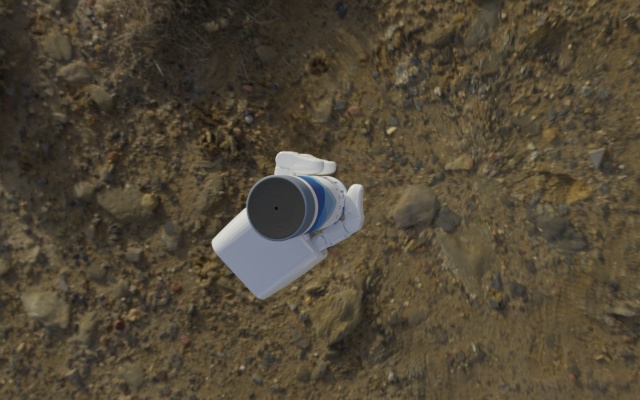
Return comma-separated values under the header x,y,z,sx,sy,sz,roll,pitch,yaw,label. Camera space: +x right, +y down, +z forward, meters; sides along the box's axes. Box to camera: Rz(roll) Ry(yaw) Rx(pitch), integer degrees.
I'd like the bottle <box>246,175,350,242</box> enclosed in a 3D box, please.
x,y,z,sx,sy,sz,roll,pitch,yaw,label
0.000,0.002,0.613,0.069,0.069,0.295,0,2,18,bottle
